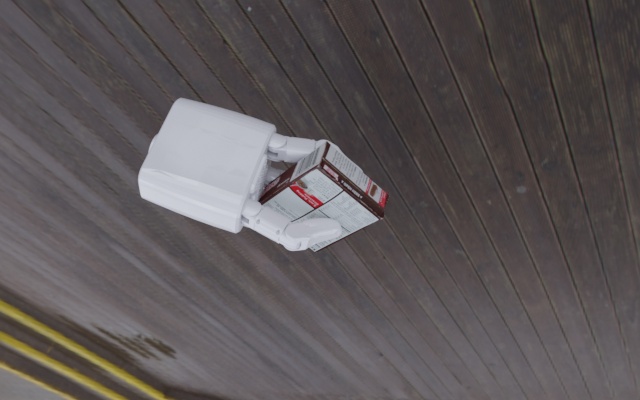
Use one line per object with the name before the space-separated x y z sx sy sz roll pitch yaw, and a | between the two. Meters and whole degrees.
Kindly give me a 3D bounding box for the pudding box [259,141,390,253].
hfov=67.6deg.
pudding box | 0.000 0.002 0.497 0.090 0.039 0.113 38 -41 -20
